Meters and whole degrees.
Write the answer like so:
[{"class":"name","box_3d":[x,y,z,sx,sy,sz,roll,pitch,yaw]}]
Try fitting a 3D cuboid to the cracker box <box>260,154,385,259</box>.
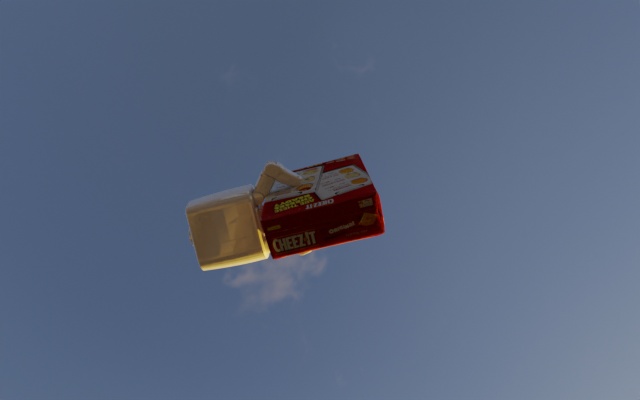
[{"class":"cracker box","box_3d":[0.000,0.002,0.742,0.164,0.072,0.213,-14,20,2]}]
